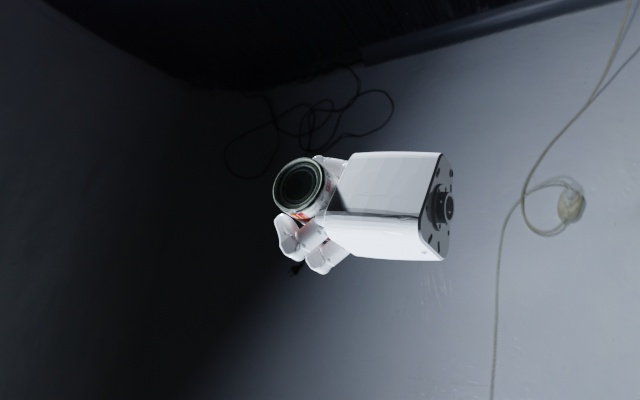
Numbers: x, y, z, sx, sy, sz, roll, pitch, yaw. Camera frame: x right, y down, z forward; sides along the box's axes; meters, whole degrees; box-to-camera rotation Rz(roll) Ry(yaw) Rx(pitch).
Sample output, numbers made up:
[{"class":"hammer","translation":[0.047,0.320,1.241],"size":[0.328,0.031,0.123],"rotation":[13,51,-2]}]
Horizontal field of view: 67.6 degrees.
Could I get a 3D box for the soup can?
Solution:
[{"class":"soup can","translation":[0.000,0.002,0.558],"size":[0.068,0.068,0.102],"rotation":[0,-23,33]}]
